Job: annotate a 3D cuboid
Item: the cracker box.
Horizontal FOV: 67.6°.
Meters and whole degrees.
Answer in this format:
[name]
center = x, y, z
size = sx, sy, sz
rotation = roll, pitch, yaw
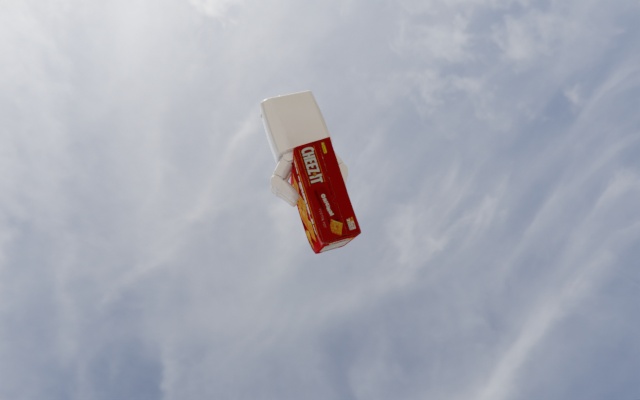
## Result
[cracker box]
center = 0.000, 0.003, 0.842
size = 0.072, 0.164, 0.214
rotation = -17, -9, -7
